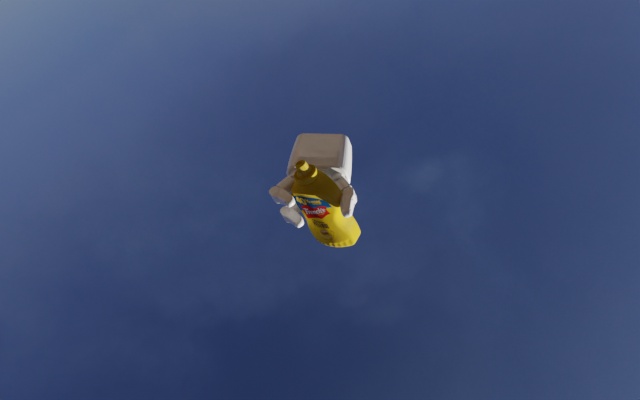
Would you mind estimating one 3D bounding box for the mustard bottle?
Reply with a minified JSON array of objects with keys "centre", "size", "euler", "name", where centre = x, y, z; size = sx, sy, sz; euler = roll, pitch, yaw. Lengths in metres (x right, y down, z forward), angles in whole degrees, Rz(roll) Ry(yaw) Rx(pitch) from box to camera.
[{"centre":[0.000,0.003,0.853],"size":[0.096,0.058,0.192],"euler":[9,-38,36],"name":"mustard bottle"}]
